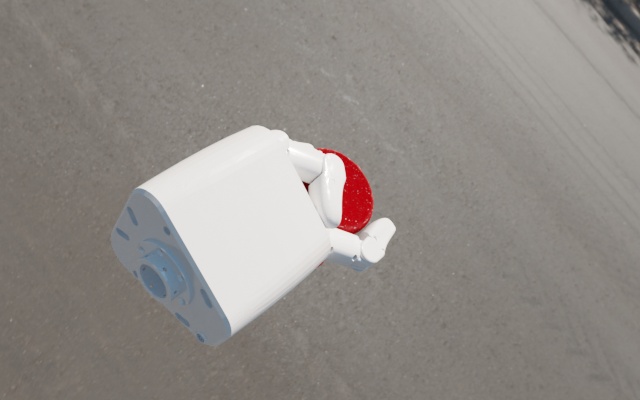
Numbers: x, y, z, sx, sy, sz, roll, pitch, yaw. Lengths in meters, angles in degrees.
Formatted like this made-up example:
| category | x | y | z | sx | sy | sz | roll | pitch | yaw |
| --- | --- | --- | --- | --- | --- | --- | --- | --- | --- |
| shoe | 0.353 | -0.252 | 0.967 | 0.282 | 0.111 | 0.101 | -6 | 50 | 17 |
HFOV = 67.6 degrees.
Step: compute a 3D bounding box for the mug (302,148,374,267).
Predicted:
| category | x | y | z | sx | sy | sz | roll | pitch | yaw |
| --- | --- | --- | --- | --- | --- | --- | --- | --- | --- |
| mug | 0.001 | 0.001 | 0.437 | 0.117 | 0.093 | 0.081 | -38 | -2 | -44 |
